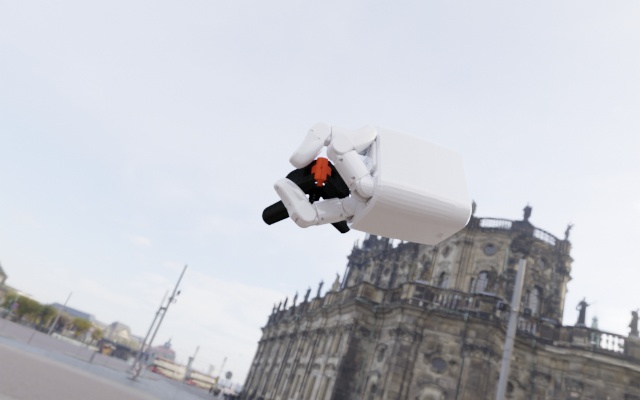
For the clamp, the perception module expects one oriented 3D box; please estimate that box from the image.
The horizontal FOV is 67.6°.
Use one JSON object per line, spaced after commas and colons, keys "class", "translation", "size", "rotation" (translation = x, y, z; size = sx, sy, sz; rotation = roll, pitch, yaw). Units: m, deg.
{"class": "clamp", "translation": [0.000, 0.001, 0.581], "size": [0.120, 0.039, 0.171], "rotation": [5, -21, -15]}
